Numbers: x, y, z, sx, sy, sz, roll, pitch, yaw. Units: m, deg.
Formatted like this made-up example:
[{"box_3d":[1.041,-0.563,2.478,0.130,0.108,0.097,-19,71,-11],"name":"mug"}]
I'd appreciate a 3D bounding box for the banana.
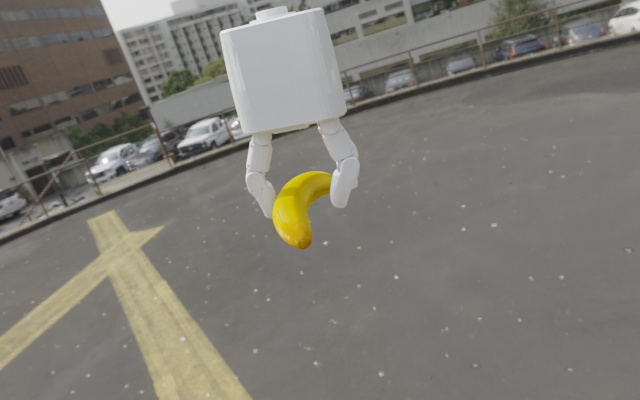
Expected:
[{"box_3d":[-0.017,0.001,0.538,0.069,0.037,0.197,-1,21,19],"name":"banana"}]
